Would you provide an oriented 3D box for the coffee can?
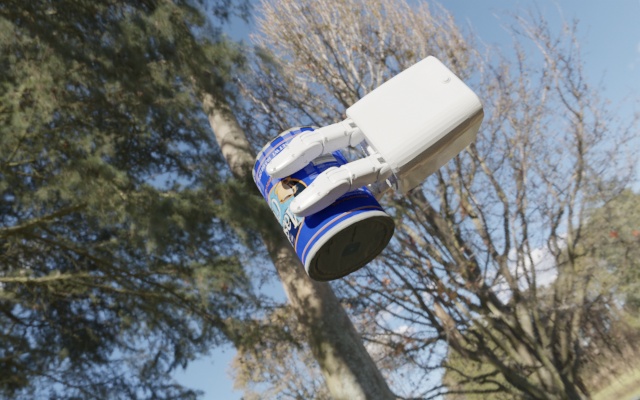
[{"bbox_3d":[0.000,0.002,0.521,0.103,0.140,0.103,-23,-34,-16],"label":"coffee can"}]
